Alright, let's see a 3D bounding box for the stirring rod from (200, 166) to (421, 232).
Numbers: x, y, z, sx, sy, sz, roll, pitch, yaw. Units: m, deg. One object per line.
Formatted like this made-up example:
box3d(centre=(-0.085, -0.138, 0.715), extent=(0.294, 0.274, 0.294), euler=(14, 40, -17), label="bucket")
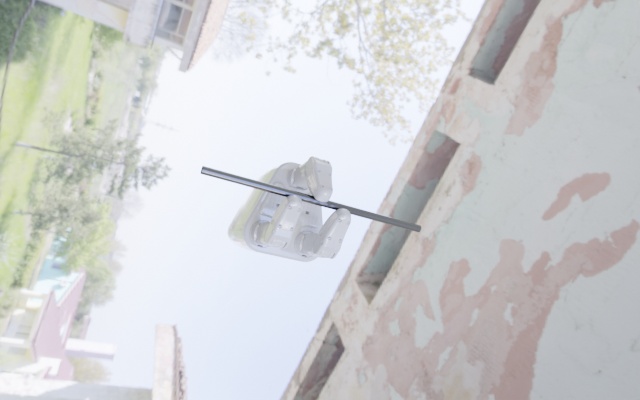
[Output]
box3d(centre=(0.000, 0.001, 0.478), extent=(0.239, 0.011, 0.011), euler=(15, -6, -22), label="stirring rod")
